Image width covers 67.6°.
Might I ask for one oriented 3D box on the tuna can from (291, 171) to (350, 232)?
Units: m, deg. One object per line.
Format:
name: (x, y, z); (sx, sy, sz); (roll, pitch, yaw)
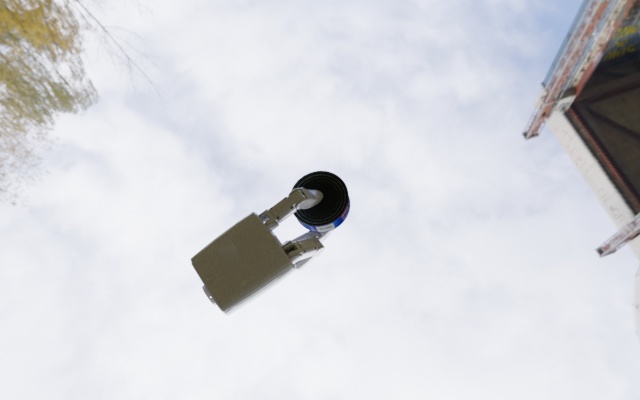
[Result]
tuna can: (0.000, 0.002, 0.691); (0.086, 0.086, 0.034); (0, -22, 10)
